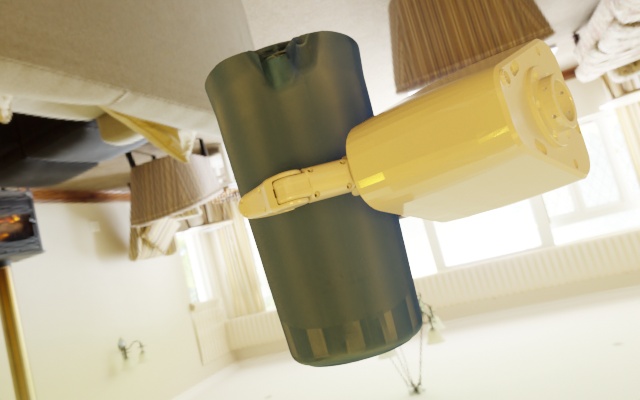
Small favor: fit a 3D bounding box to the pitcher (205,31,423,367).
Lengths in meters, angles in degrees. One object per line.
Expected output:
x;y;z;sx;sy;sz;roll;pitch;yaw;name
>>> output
0.000;0.001;0.401;0.149;0.243;0.145;-9;-9;-44;pitcher
